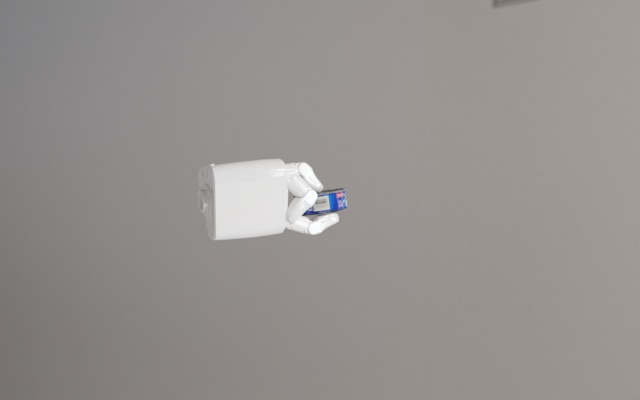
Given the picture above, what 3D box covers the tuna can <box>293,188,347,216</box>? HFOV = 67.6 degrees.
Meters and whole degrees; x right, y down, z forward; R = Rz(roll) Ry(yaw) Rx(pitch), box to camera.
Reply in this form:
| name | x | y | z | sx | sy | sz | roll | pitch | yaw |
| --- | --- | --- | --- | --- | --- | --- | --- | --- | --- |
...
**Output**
| name | x | y | z | sx | sy | sz | roll | pitch | yaw |
| --- | --- | --- | --- | --- | --- | --- | --- | --- | --- |
| tuna can | 0.000 | 0.003 | 0.779 | 0.086 | 0.034 | 0.086 | -8 | 3 | 1 |
